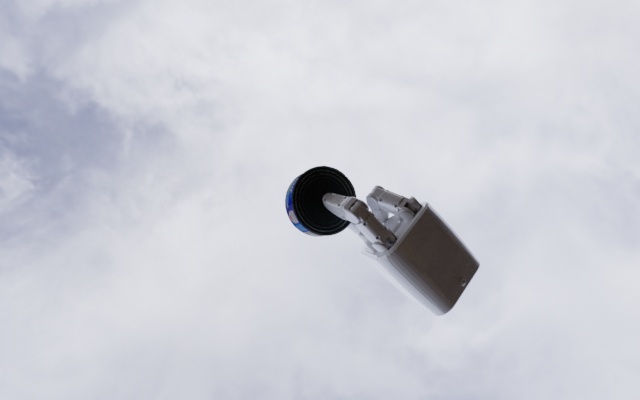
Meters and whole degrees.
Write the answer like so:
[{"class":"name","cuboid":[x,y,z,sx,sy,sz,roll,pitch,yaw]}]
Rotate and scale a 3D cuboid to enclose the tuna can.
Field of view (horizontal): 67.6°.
[{"class":"tuna can","cuboid":[0.000,0.002,0.594,0.086,0.086,0.034,0,-7,-22]}]
